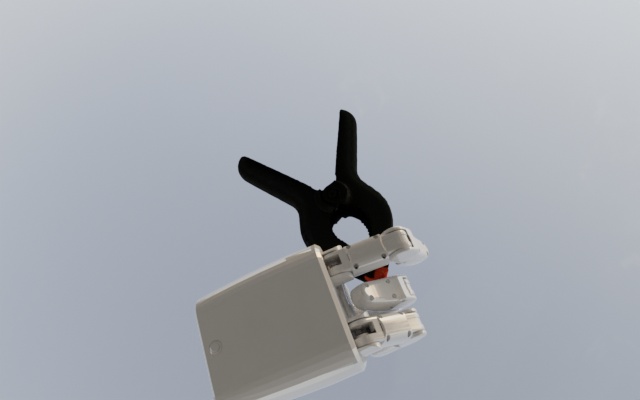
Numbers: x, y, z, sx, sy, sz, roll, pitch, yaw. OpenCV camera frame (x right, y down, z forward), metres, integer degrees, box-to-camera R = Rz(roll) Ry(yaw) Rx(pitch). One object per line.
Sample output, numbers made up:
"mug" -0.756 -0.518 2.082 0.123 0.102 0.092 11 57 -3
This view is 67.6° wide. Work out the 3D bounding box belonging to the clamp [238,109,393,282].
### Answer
"clamp" 0.000 0.002 0.420 0.120 0.171 0.039 -22 -30 1
